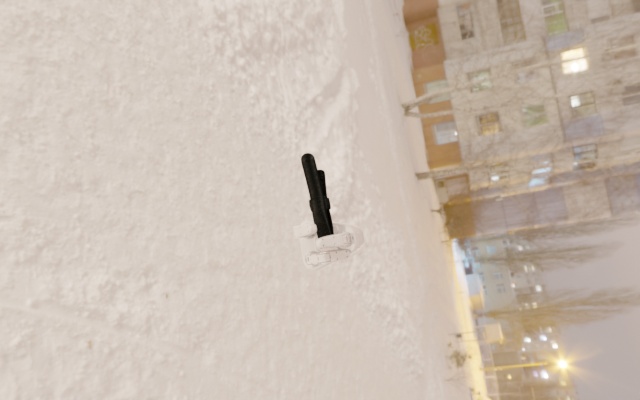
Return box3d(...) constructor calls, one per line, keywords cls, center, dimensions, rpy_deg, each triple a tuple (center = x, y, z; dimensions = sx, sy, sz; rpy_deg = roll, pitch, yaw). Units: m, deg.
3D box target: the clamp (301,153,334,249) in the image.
box3d(cls="clamp", center=(0.001, 0.003, 0.891), dimensions=(0.039, 0.171, 0.120), rpy_deg=(-11, -6, 15))
